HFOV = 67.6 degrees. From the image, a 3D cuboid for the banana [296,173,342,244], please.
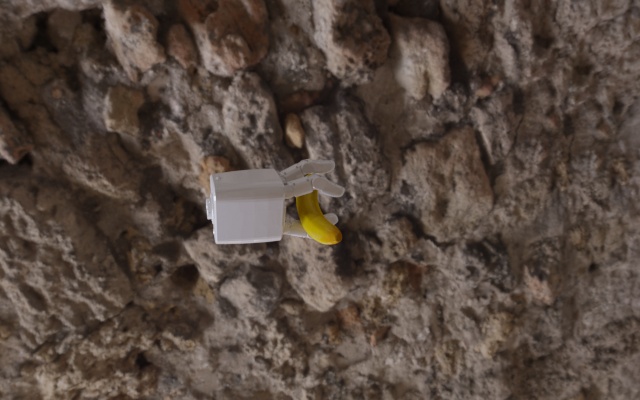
[{"bbox_3d":[-0.009,0.014,0.777,0.037,0.070,0.197,16,34,-25],"label":"banana"}]
